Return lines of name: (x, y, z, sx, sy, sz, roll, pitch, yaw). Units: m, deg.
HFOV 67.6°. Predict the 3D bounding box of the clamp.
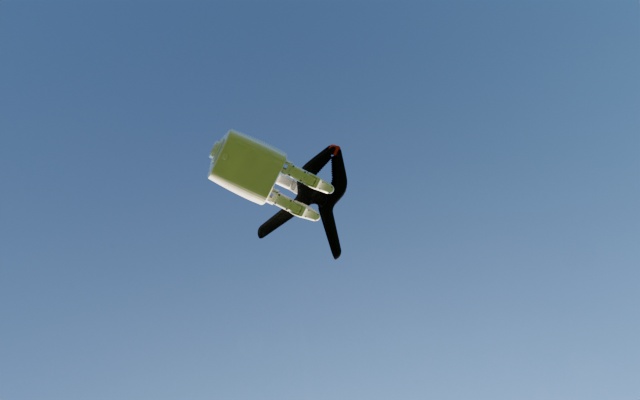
clamp: (0.000, 0.002, 0.873, 0.164, 0.210, 0.036, 25, 4, -21)
